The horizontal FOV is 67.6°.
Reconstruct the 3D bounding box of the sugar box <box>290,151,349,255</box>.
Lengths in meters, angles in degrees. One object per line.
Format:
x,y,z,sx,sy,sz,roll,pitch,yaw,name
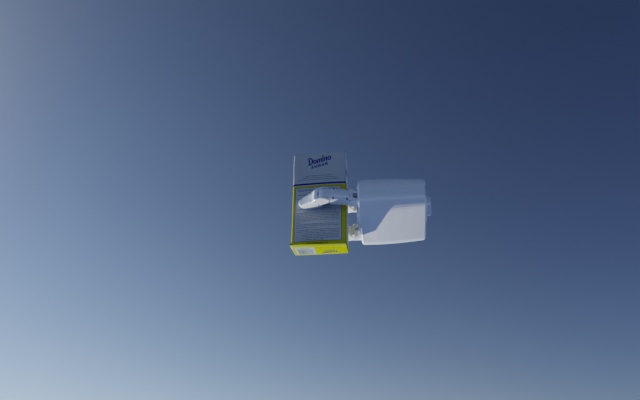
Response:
0.000,0.003,0.811,0.093,0.176,0.048,-3,-30,8,sugar box
